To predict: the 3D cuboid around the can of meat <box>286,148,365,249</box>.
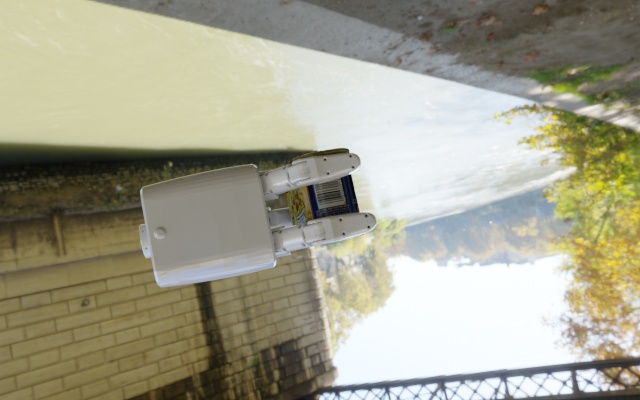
[{"bbox_3d":[0.000,0.002,0.482,0.057,0.084,0.102,-10,-6,-17],"label":"can of meat"}]
